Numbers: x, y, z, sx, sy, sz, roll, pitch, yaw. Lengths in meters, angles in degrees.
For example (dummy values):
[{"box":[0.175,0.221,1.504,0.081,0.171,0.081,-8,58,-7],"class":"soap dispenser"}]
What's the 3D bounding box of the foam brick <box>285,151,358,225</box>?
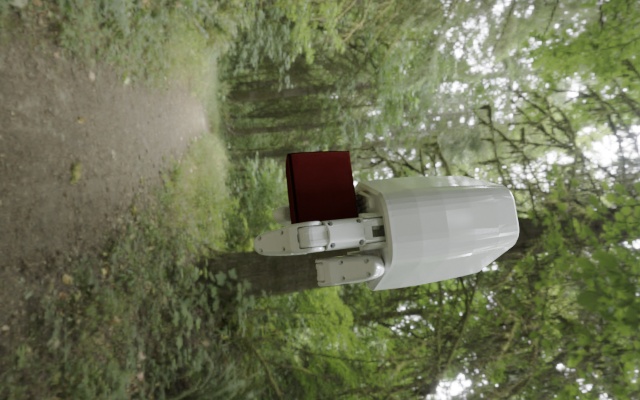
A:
[{"box":[0.000,0.001,0.403,0.051,0.078,0.053,-6,-7,-7],"class":"foam brick"}]
